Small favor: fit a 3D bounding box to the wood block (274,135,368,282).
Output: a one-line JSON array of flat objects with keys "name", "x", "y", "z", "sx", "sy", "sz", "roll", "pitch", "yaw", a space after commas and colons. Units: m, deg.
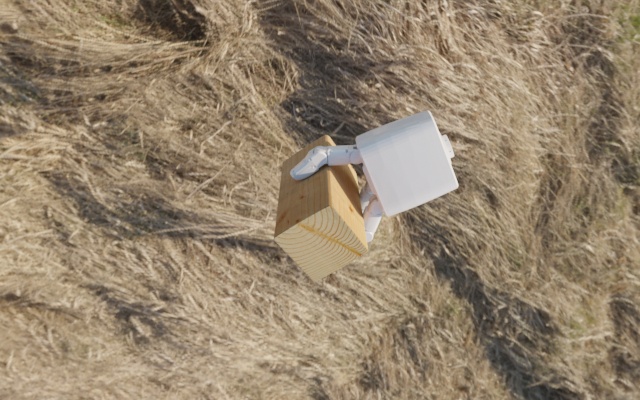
[{"name": "wood block", "x": 0.000, "y": 0.002, "z": 0.686, "sx": 0.090, "sy": 0.091, "sz": 0.206, "roll": -31, "pitch": 27, "yaw": 17}]
